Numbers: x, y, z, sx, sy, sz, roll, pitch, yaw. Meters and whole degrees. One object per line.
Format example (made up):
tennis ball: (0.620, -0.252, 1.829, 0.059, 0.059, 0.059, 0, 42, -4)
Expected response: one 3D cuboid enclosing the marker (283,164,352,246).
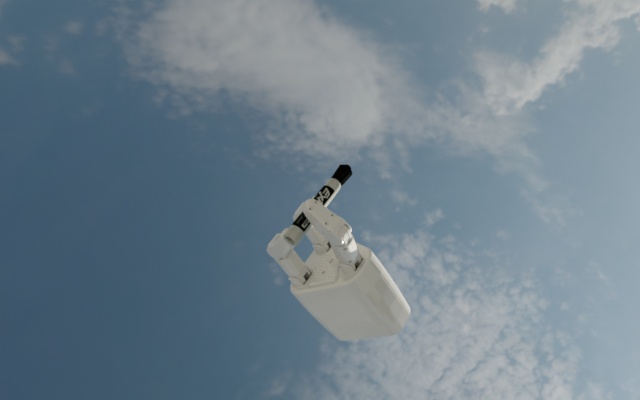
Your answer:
marker: (0.000, 0.002, 0.539, 0.020, 0.020, 0.121, 0, 43, 49)
